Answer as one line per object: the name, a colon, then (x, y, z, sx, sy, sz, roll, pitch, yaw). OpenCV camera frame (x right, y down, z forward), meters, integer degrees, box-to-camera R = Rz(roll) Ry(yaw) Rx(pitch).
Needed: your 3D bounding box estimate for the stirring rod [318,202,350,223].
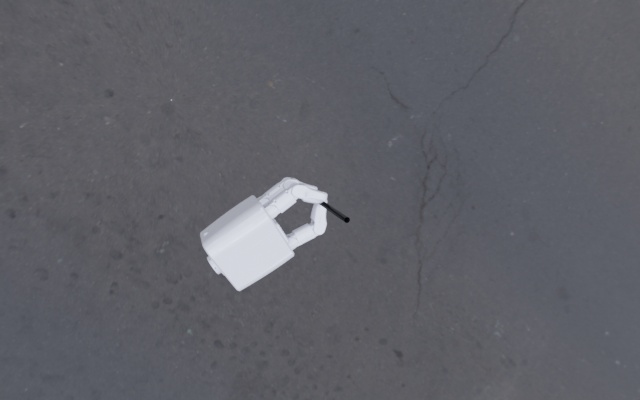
stirring rod: (0.000, 0.002, 0.747, 0.011, 0.011, 0.239, 0, 11, -17)
